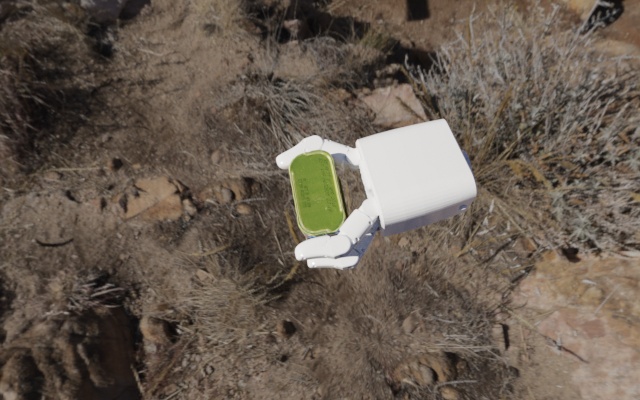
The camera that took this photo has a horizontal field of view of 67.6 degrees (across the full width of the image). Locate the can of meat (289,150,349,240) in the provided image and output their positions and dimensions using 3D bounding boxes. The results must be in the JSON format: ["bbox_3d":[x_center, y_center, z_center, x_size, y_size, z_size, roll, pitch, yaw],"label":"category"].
[{"bbox_3d":[0.000,0.002,0.552,0.057,0.102,0.084,-12,-17,3],"label":"can of meat"}]
